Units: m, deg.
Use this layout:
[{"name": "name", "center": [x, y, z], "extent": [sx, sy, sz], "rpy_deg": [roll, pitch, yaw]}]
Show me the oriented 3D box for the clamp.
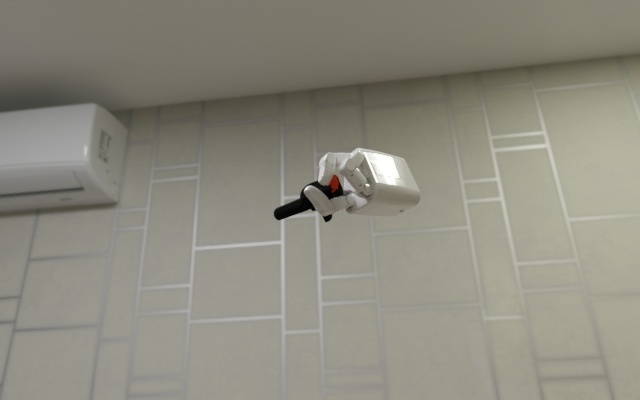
[{"name": "clamp", "center": [0.000, 0.002, 0.890], "extent": [0.120, 0.039, 0.171], "rpy_deg": [2, -21, -34]}]
